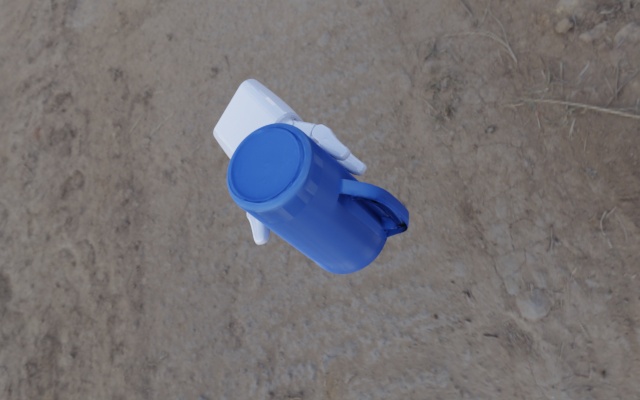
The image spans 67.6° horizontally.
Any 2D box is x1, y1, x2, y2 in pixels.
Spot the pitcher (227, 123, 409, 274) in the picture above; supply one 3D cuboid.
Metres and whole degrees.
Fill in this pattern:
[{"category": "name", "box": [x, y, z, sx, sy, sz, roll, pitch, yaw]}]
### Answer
[{"category": "pitcher", "box": [0.000, 0.002, 0.609, 0.145, 0.149, 0.243, 49, 5, 33]}]
